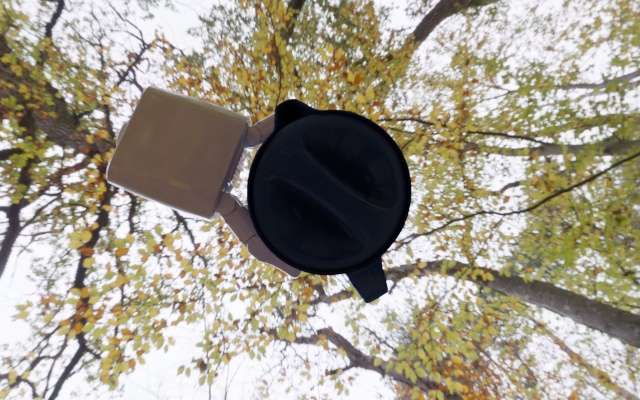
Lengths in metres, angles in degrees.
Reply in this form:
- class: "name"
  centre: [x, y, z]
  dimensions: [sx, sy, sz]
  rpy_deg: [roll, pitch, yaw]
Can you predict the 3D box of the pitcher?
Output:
- class: "pitcher"
  centre: [0.000, 0.001, 0.493]
  dimensions: [0.145, 0.149, 0.243]
  rpy_deg: [18, -1, -6]
